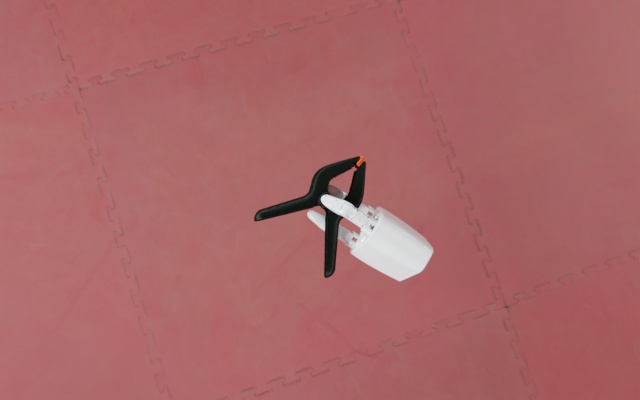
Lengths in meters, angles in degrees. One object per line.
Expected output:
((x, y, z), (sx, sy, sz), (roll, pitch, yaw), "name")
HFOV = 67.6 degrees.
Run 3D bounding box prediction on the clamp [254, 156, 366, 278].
((0.001, 0.002, 0.814), (0.164, 0.210, 0.036), (32, -8, -5), "clamp")
